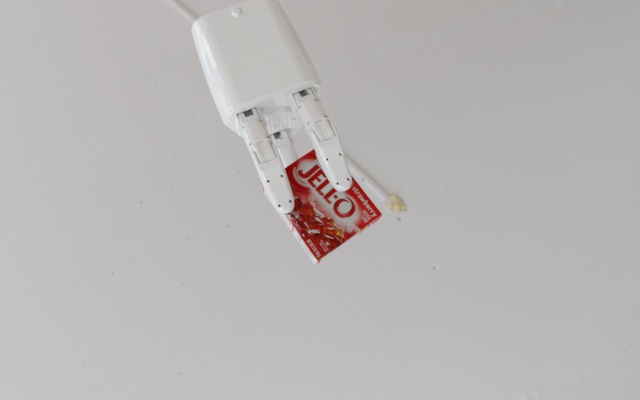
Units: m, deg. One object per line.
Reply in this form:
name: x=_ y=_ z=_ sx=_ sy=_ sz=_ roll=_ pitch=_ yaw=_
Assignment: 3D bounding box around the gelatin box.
gelatin box: x=0.000 y=0.002 z=0.440 sx=0.073 sy=0.089 sz=0.030 roll=-34 pitch=-10 yaw=-12
